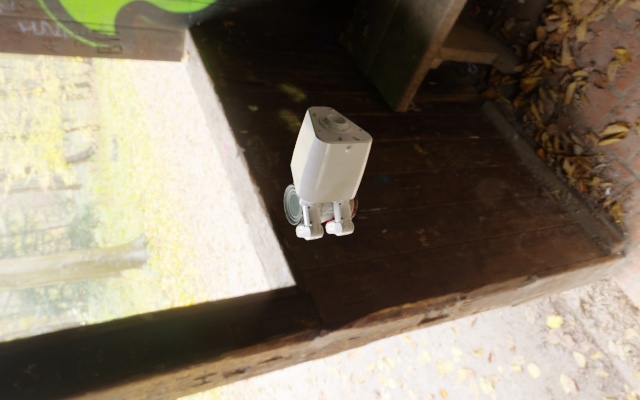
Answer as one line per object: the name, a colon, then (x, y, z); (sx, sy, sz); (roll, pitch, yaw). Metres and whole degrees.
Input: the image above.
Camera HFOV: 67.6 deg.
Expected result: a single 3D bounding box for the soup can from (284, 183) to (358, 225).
soup can: (0.000, 0.003, 0.778); (0.102, 0.068, 0.068); (-6, 3, -29)
